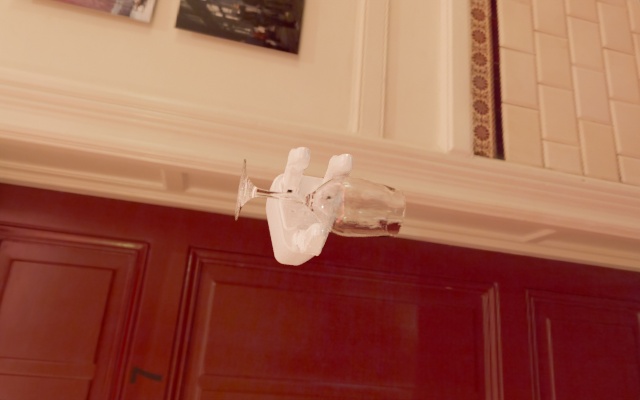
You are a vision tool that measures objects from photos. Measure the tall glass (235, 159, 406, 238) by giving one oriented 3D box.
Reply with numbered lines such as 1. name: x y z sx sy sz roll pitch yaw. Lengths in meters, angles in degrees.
1. tall glass: -0.001 0.002 0.588 0.201 0.079 0.079 9 -2 -11
